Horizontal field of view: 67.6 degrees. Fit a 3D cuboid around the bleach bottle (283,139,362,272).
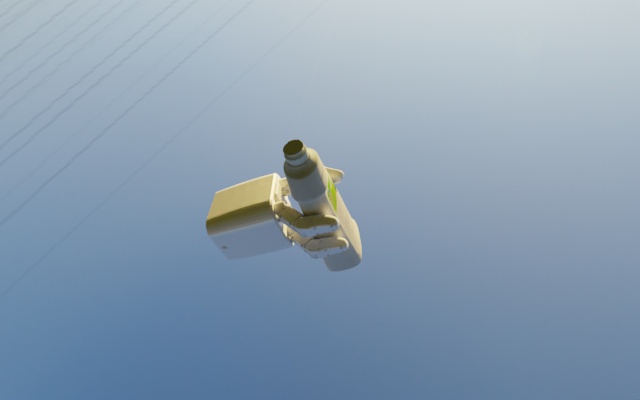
[{"bbox_3d":[0.000,0.002,0.706,0.068,0.102,0.251,-16,-42,8],"label":"bleach bottle"}]
